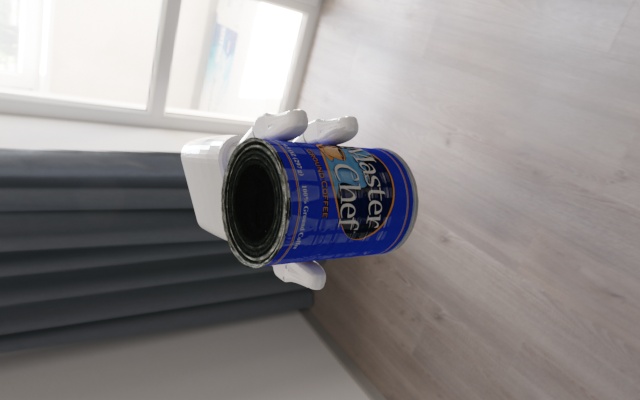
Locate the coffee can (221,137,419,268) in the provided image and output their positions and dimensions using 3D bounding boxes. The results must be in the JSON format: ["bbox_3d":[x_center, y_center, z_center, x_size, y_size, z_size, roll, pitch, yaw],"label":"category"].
[{"bbox_3d":[0.000,0.001,0.415,0.140,0.103,0.103,0,0,-38],"label":"coffee can"}]
